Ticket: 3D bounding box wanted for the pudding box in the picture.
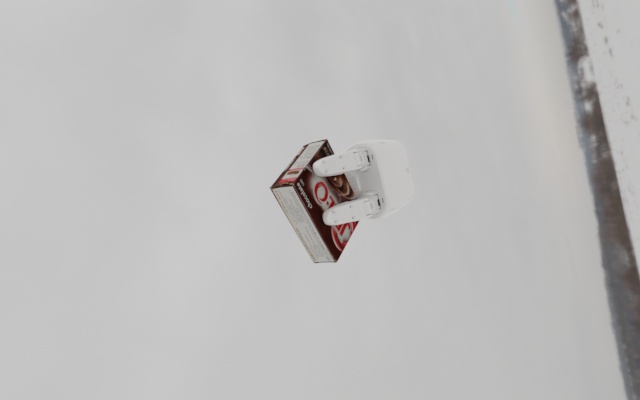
[{"bbox_3d":[0.000,0.002,0.545,0.039,0.113,0.090,-11,31,35],"label":"pudding box"}]
